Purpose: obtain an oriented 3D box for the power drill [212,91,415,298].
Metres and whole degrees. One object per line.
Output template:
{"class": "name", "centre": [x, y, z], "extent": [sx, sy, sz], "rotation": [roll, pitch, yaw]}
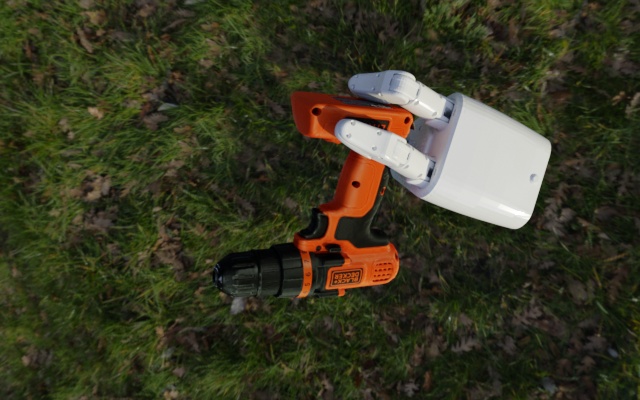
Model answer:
{"class": "power drill", "centre": [0.000, 0.001, 0.429], "extent": [0.184, 0.188, 0.057], "rotation": [-2, 25, -27]}
